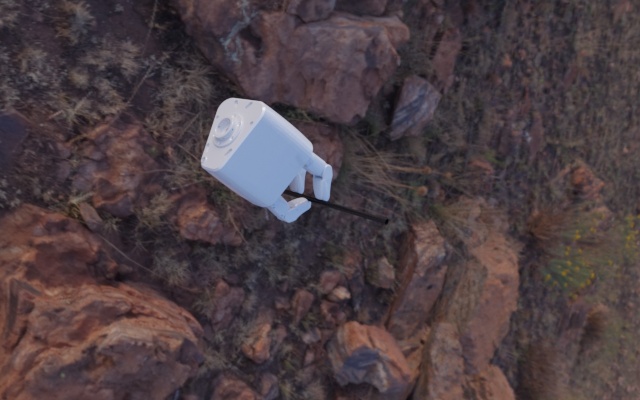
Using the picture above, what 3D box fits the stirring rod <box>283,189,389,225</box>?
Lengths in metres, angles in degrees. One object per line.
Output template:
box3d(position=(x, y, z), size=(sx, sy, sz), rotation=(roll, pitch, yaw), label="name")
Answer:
box3d(position=(0.000, 0.002, 0.710), size=(0.239, 0.011, 0.011), rotation=(16, 11, 40), label="stirring rod")
